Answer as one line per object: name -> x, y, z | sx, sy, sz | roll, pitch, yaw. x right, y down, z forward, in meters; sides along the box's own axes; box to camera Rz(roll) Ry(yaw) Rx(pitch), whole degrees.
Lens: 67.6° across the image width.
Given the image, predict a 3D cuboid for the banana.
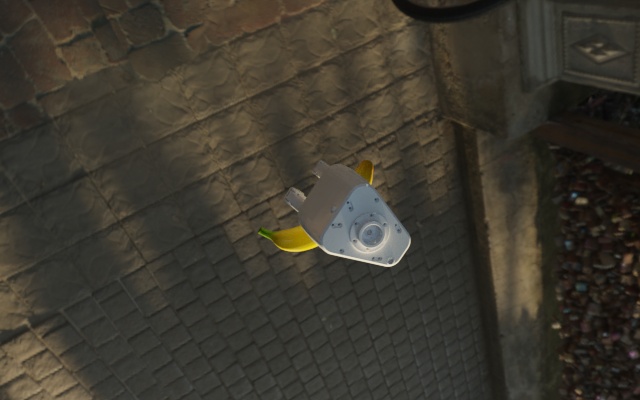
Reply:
banana -> 0.007, 0.020, 0.700 | 0.198, 0.069, 0.037 | -33, 8, 0
